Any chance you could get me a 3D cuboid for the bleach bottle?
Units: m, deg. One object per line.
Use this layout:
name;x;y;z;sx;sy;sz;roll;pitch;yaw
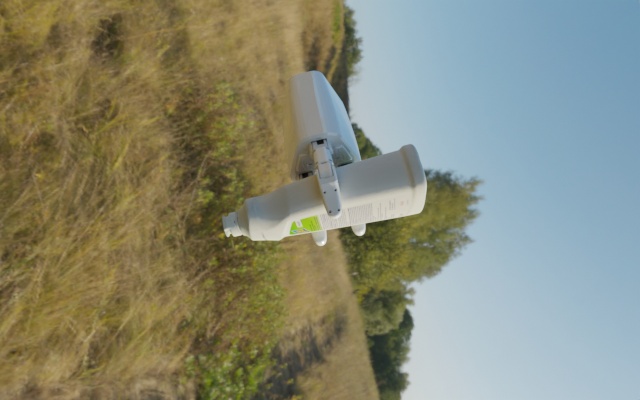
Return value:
bleach bottle;0.000;0.002;0.599;0.251;0.068;0.103;-13;-27;1
